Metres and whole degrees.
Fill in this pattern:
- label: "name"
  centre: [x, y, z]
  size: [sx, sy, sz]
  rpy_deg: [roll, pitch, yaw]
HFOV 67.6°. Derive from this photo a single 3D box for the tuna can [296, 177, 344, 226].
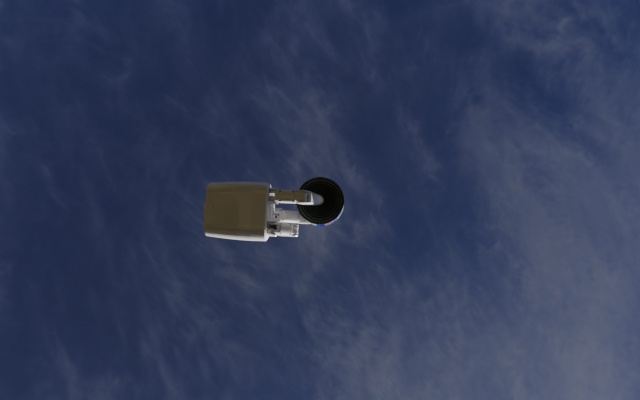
- label: "tuna can"
  centre: [0.000, 0.003, 0.859]
  size: [0.086, 0.086, 0.034]
  rpy_deg: [0, -10, 4]
